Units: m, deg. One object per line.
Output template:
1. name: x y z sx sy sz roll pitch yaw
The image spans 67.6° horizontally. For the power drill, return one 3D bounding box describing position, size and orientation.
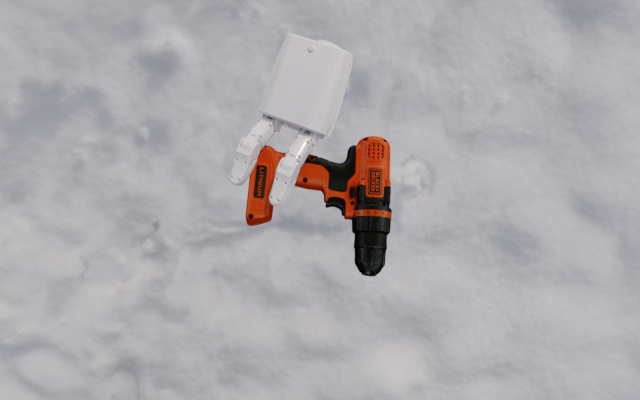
1. power drill: 0.000 0.002 0.623 0.187 0.184 0.057 4 -12 -4
